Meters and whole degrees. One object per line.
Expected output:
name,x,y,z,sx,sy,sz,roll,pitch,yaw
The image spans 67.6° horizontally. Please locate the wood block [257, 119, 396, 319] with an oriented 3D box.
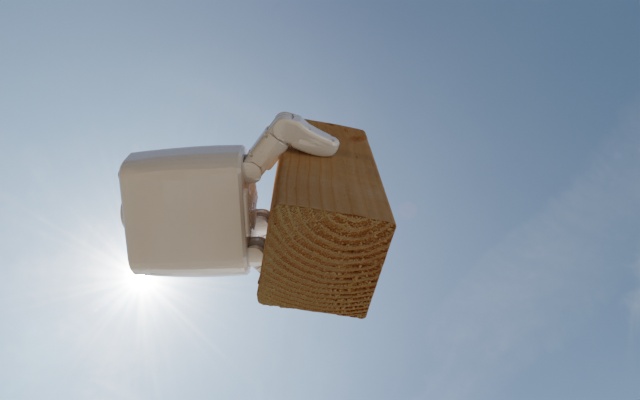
wood block,0.000,0.001,0.440,0.090,0.091,0.206,10,26,-7
